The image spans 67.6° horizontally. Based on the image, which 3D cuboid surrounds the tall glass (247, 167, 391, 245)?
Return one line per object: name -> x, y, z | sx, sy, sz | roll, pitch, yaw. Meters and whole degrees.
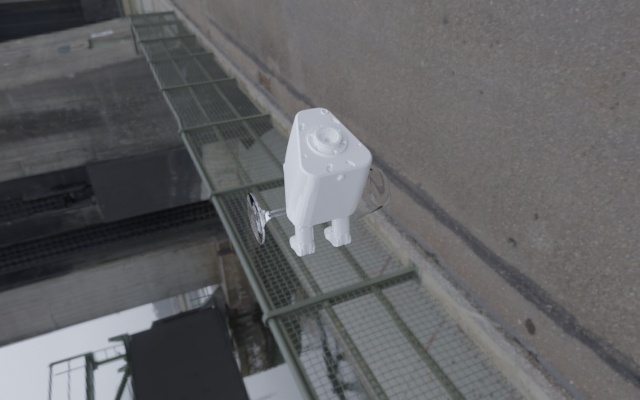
tall glass -> -0.001, 0.002, 0.694 | 0.201, 0.079, 0.079 | -14, 5, -19
